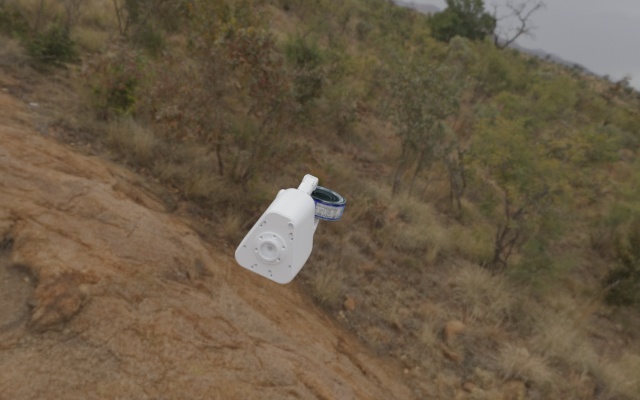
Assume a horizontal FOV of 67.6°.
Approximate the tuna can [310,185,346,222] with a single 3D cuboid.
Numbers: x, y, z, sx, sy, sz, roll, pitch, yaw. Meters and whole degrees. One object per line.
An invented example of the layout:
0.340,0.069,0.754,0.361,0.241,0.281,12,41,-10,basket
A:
0.000,0.002,0.837,0.086,0.034,0.086,18,17,-6,tuna can
